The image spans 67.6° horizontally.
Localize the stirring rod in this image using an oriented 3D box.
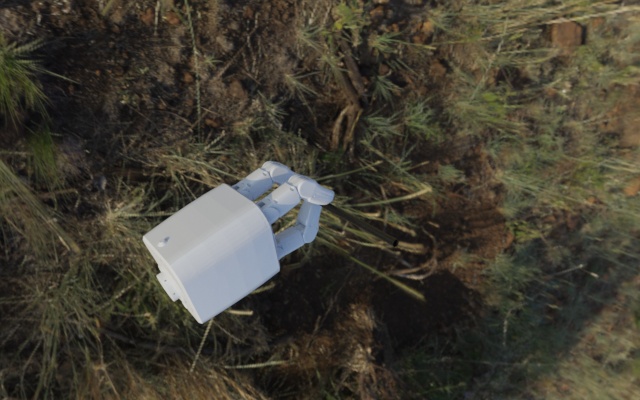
[{"bbox_3d":[0.000,0.002,0.551,0.011,0.011,0.239,0,19,-40],"label":"stirring rod"}]
